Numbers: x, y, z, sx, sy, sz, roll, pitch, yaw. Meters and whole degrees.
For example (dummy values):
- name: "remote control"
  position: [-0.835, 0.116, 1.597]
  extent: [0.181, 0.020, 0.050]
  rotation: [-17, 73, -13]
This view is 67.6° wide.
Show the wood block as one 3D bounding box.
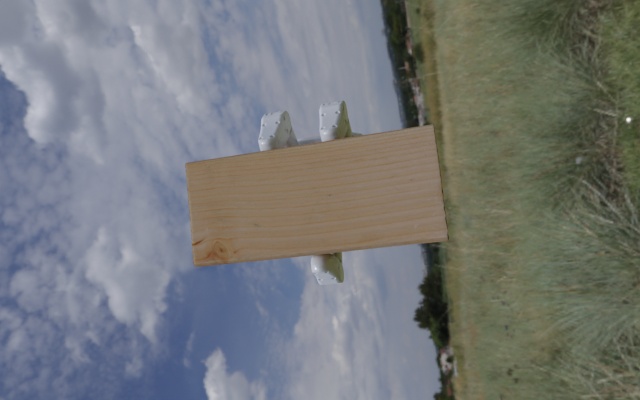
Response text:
- name: "wood block"
  position: [0.000, 0.002, 0.418]
  extent: [0.206, 0.091, 0.090]
  rotation: [-8, -6, 12]
